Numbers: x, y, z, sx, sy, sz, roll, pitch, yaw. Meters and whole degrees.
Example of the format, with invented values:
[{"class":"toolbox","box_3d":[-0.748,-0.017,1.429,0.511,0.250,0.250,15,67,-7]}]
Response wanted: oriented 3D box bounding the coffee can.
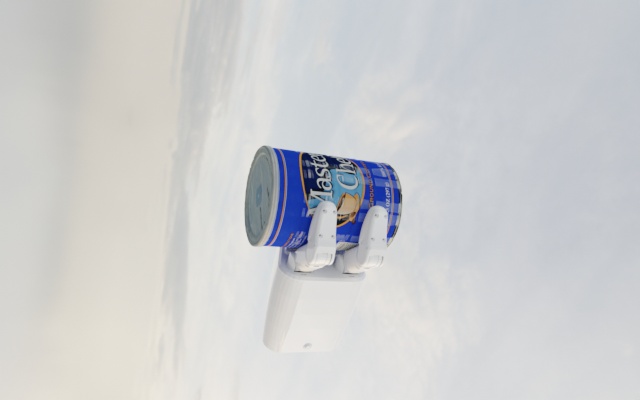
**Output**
[{"class":"coffee can","box_3d":[0.000,0.001,0.507,0.140,0.103,0.103,6,-2,-23]}]
